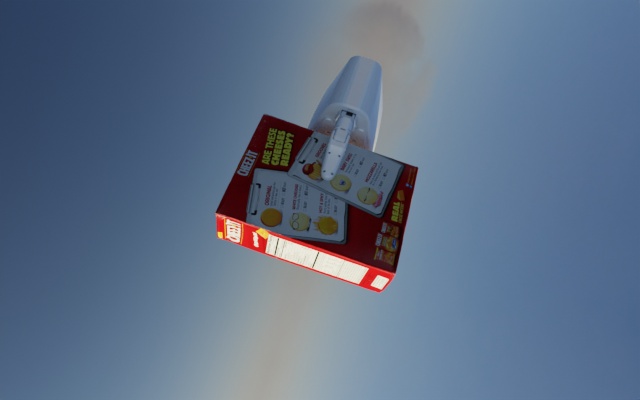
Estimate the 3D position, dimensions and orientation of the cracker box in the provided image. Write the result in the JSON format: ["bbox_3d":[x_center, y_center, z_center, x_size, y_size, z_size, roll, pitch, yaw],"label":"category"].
[{"bbox_3d":[0.000,0.002,0.595,0.213,0.164,0.072,19,-34,1],"label":"cracker box"}]
